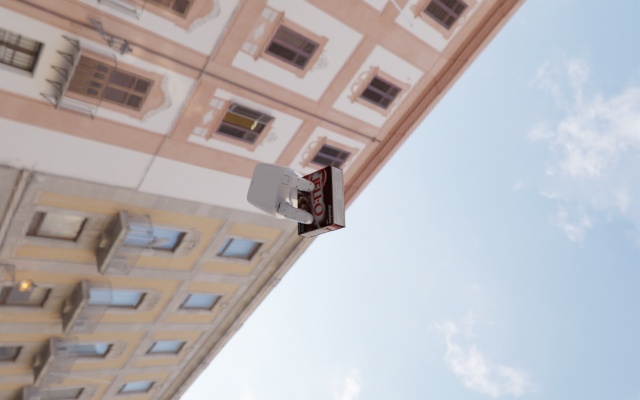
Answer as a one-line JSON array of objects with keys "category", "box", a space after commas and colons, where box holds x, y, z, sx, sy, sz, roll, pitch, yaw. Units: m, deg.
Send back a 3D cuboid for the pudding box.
[{"category": "pudding box", "box": [0.000, 0.003, 0.858, 0.039, 0.113, 0.090, 13, -24, -42]}]
